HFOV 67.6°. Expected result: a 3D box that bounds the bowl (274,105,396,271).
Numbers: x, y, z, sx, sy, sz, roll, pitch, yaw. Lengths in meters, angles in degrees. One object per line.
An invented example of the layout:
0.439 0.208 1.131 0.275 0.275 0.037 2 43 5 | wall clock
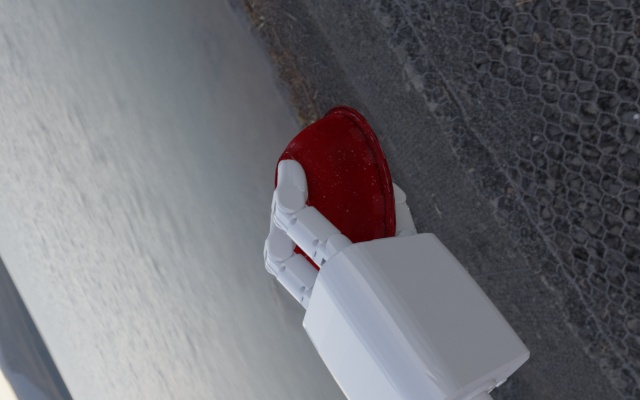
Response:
-0.001 0.001 0.413 0.055 0.162 0.162 -8 3 -21 | bowl
